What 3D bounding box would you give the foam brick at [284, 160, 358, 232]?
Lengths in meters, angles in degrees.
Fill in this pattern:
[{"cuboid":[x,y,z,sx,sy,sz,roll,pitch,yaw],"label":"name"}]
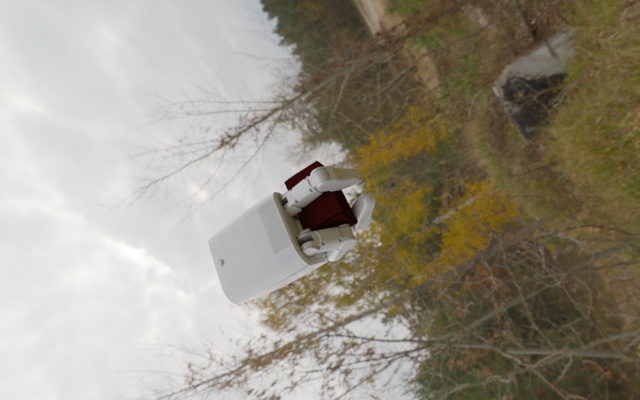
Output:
[{"cuboid":[0.000,0.002,0.575,0.051,0.078,0.053,-32,-29,13],"label":"foam brick"}]
